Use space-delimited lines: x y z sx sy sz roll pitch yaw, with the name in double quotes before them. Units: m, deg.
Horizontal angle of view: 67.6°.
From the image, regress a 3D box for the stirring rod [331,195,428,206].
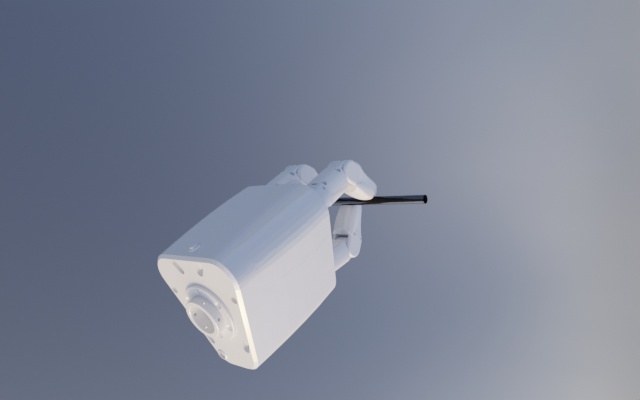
"stirring rod" 0.000 0.002 0.495 0.239 0.011 0.011 -2 -1 40
